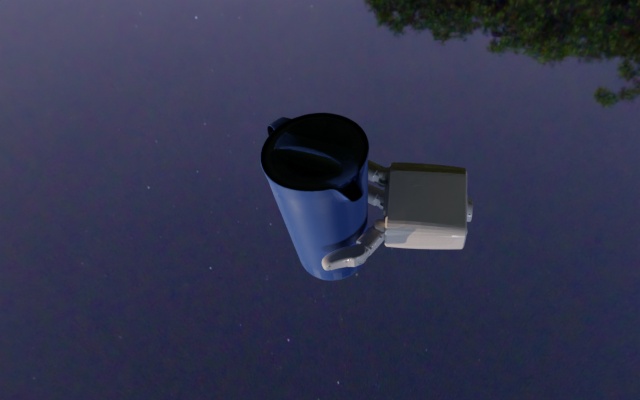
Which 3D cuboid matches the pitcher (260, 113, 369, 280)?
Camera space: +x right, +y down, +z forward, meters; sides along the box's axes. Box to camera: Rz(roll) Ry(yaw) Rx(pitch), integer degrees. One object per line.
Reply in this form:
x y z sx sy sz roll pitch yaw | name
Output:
0.000 0.002 0.671 0.145 0.149 0.243 1 -38 9 | pitcher
